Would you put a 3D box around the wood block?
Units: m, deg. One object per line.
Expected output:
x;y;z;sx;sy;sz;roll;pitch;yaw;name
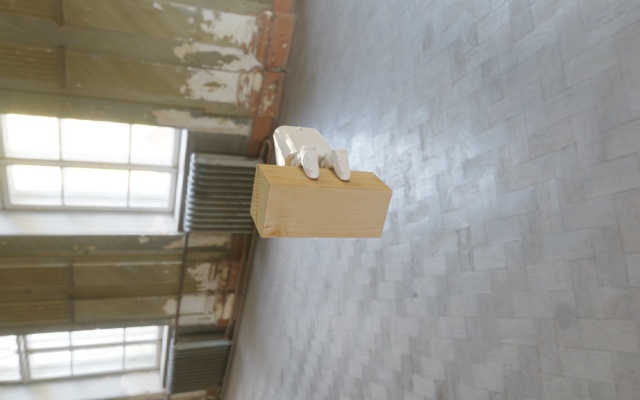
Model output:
0.000;0.003;0.779;0.206;0.091;0.090;2;24;-22;wood block
